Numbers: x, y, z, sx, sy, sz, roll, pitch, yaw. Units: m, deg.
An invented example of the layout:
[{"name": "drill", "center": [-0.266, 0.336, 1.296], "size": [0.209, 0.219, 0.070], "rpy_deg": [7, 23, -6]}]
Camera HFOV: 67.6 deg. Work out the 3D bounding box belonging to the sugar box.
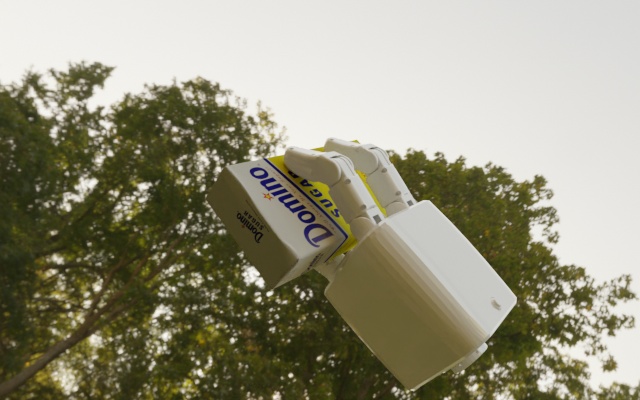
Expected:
[{"name": "sugar box", "center": [0.001, 0.001, 0.413], "size": [0.176, 0.093, 0.048], "rpy_deg": [-18, -26, -52]}]
